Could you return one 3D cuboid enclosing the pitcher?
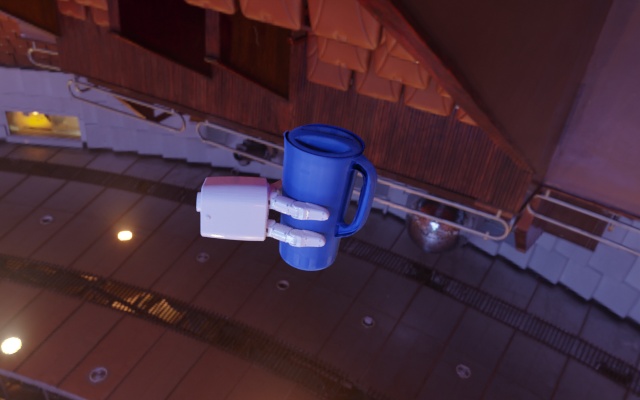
[{"bbox_3d":[0.000,0.003,0.826,0.145,0.243,0.149,2,31,-11],"label":"pitcher"}]
